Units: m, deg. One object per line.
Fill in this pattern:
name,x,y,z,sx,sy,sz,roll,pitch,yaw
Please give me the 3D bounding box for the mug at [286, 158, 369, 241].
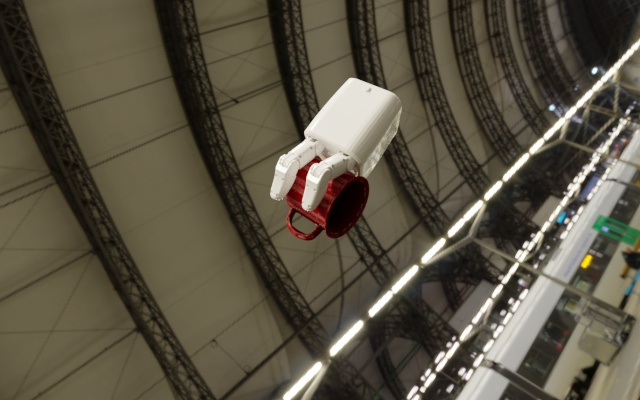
mug,-0.001,0.003,0.653,0.081,0.117,0.093,30,-14,30
